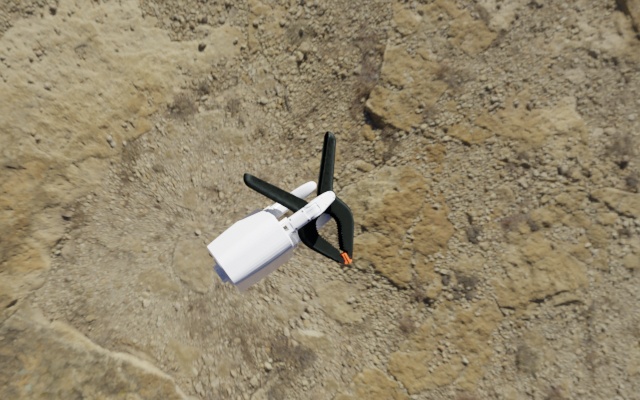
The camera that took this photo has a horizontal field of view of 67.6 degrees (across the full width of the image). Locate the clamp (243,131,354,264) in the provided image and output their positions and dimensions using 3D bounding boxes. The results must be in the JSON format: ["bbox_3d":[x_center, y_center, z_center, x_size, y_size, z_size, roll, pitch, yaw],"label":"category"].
[{"bbox_3d":[0.000,0.003,0.761,0.164,0.210,0.036,-36,5,-15],"label":"clamp"}]
